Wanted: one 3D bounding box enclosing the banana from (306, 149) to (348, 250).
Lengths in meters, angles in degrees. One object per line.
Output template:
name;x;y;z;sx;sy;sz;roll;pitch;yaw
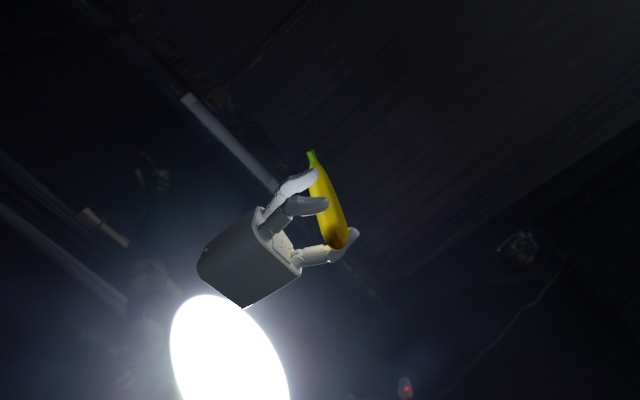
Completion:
banana;0.007;0.011;0.681;0.037;0.197;0.070;-28;-46;9
